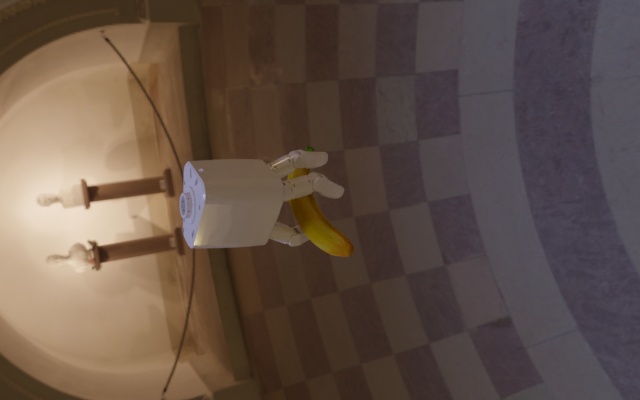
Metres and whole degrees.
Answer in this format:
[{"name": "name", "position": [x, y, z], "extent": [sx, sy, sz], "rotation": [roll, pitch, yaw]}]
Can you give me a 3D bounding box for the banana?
[{"name": "banana", "position": [-0.010, 0.011, 0.689], "extent": [0.037, 0.197, 0.070], "rotation": [6, -43, -36]}]
